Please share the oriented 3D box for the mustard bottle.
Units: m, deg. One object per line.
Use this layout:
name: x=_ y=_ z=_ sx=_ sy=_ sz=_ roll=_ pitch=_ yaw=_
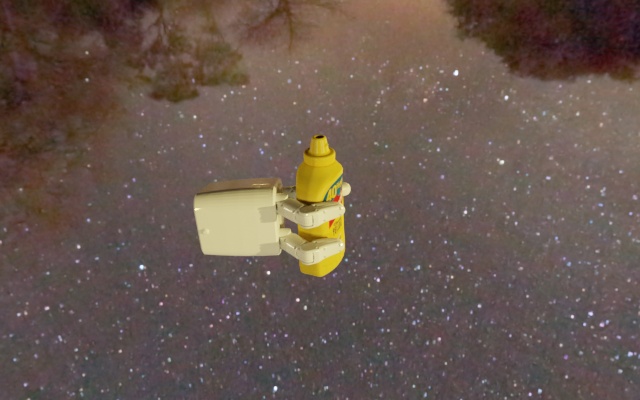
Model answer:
mustard bottle: x=0.000 y=0.002 z=0.655 sx=0.058 sy=0.192 sz=0.096 roll=11 pitch=32 yaw=22
